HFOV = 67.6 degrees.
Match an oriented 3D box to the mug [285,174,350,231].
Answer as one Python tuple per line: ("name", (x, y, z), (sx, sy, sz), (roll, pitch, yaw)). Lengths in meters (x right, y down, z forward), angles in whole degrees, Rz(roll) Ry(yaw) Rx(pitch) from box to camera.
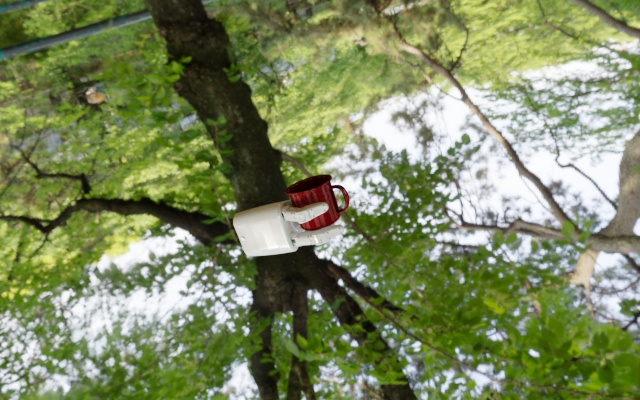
("mug", (0.002, 0.003, 0.899), (0.117, 0.081, 0.093), (-11, 18, 23))
